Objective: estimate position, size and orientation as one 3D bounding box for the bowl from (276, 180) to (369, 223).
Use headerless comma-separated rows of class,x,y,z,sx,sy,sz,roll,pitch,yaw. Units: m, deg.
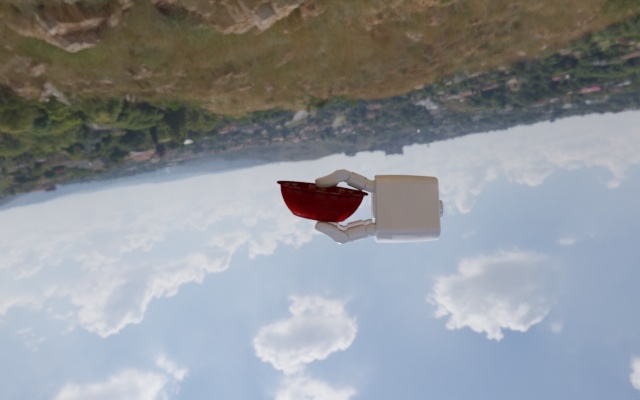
bowl,-0.001,0.003,0.829,0.162,0.055,0.162,8,6,-1
